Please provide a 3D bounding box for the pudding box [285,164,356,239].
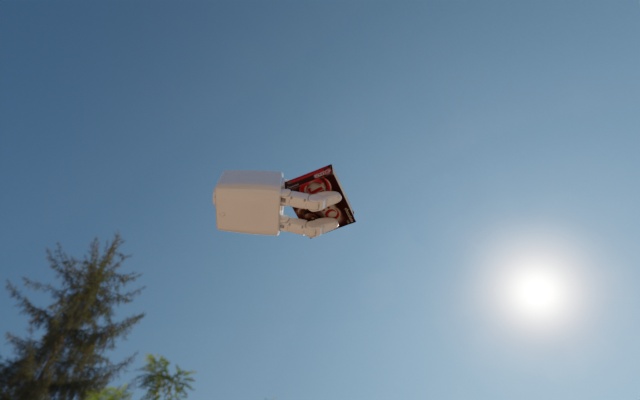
[{"bbox_3d":[0.000,0.003,0.829,0.090,0.114,0.039,-20,35,12],"label":"pudding box"}]
